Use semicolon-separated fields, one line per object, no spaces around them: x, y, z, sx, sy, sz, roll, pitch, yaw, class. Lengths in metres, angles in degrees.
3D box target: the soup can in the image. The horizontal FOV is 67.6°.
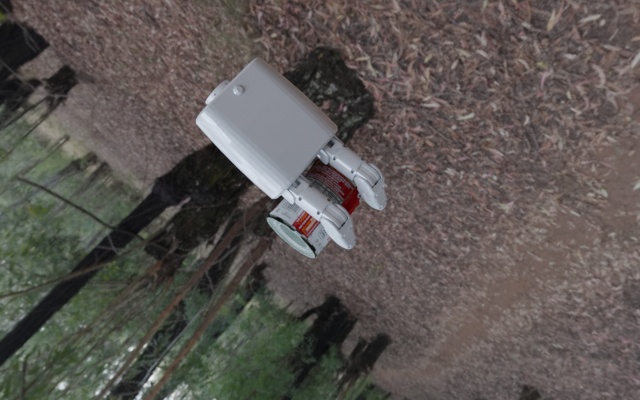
0.000;0.002;0.508;0.068;0.102;0.068;36;-17;13;soup can
